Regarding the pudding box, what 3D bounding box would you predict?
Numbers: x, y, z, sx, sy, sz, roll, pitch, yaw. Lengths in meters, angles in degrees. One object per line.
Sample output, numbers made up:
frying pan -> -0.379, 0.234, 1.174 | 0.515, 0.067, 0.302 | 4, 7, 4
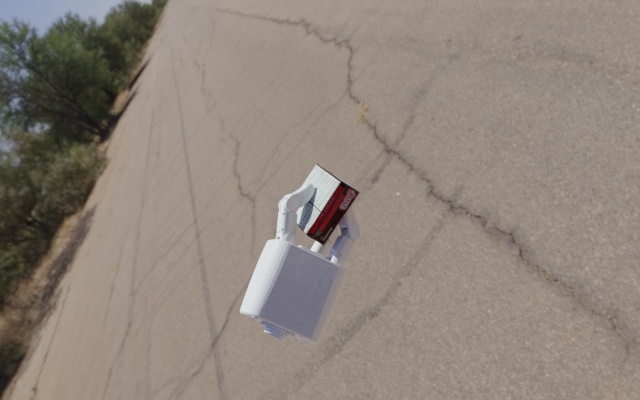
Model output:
pudding box -> 0.000, 0.002, 0.694 | 0.039, 0.090, 0.113 | 33, 5, -27
